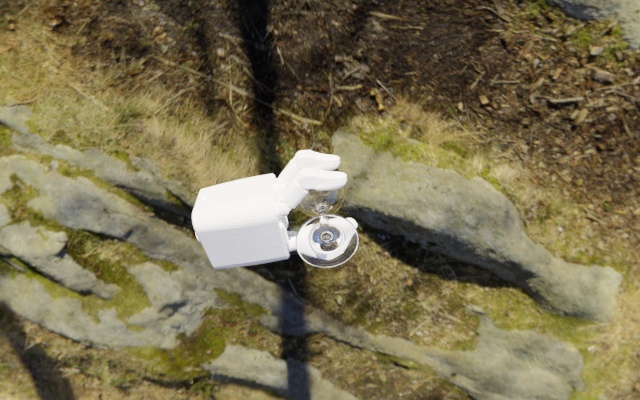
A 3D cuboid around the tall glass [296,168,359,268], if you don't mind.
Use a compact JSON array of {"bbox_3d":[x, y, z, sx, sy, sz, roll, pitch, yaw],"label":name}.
[{"bbox_3d":[0.000,0.002,0.645,0.079,0.079,0.201,0,28,-5],"label":"tall glass"}]
